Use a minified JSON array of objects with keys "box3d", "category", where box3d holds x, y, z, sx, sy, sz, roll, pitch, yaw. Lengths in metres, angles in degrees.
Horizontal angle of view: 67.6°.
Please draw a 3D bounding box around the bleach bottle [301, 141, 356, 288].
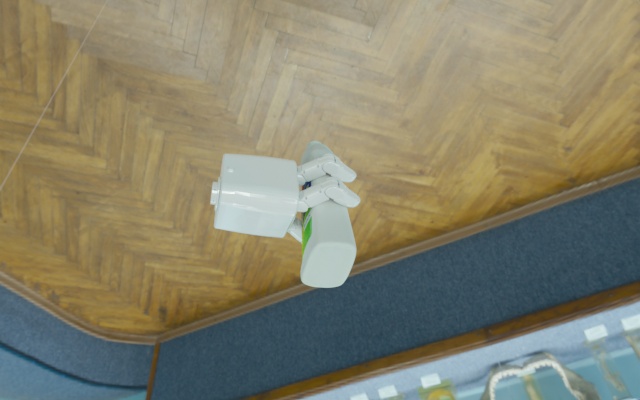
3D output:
[{"box3d":[0.000,0.002,0.733,0.068,0.103,0.250,6,43,-13],"category":"bleach bottle"}]
